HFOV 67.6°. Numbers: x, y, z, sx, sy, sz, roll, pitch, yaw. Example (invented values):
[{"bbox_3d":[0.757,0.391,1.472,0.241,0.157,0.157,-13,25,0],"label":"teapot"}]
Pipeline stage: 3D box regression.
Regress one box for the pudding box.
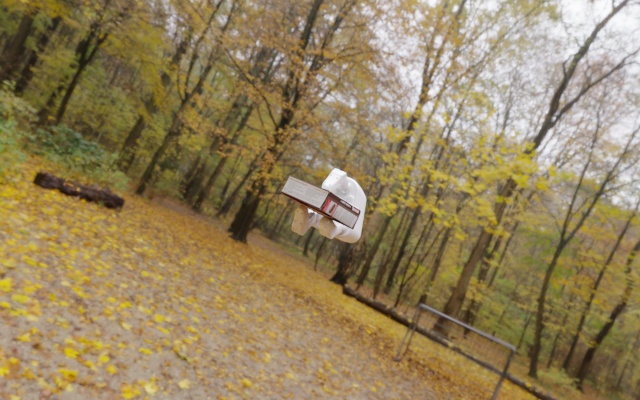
[{"bbox_3d":[0.000,0.003,0.807,0.090,0.039,0.113,30,-7,-42],"label":"pudding box"}]
